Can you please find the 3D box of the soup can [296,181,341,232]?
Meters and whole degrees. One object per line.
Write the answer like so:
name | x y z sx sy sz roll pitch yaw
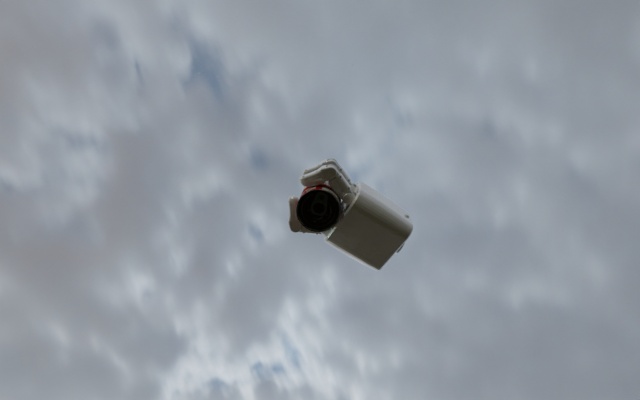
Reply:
soup can | 0.000 0.002 0.770 0.068 0.068 0.102 0 16 4
